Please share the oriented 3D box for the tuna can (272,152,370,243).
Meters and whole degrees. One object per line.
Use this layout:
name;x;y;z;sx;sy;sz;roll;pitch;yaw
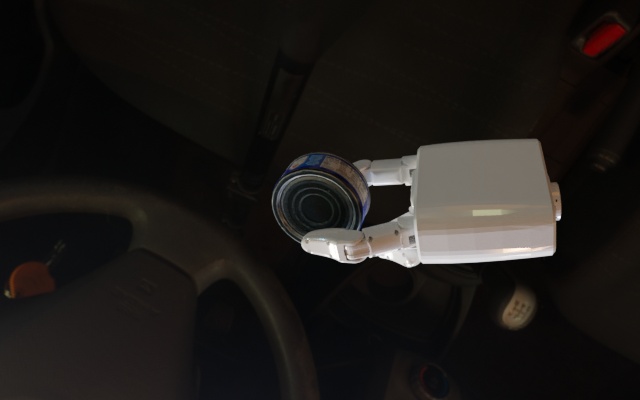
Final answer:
tuna can;0.000;0.002;0.433;0.086;0.086;0.033;0;30;20
